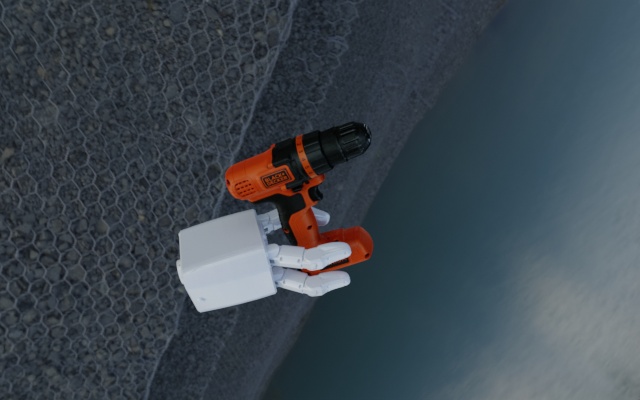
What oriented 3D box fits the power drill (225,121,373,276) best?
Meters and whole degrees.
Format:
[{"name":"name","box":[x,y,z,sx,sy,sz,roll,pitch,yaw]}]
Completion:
[{"name":"power drill","box":[0.000,0.002,0.602,0.184,0.188,0.057,-18,32,16]}]
